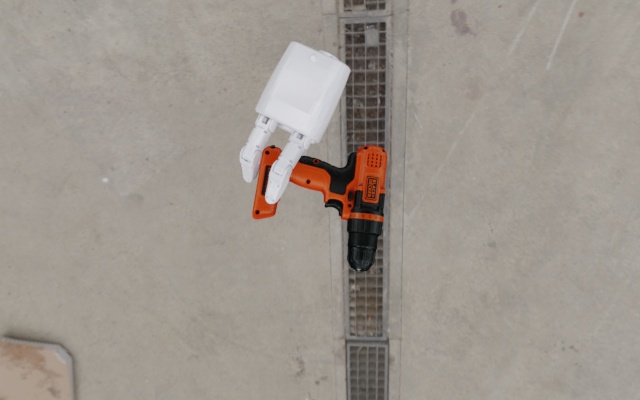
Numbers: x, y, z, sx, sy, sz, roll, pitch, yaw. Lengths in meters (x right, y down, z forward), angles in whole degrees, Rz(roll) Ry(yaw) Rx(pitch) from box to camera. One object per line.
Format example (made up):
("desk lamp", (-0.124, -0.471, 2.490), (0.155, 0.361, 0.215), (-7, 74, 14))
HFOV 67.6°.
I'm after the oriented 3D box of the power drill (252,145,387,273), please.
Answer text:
("power drill", (0.000, 0.002, 0.684), (0.187, 0.184, 0.057), (8, -9, -7))
